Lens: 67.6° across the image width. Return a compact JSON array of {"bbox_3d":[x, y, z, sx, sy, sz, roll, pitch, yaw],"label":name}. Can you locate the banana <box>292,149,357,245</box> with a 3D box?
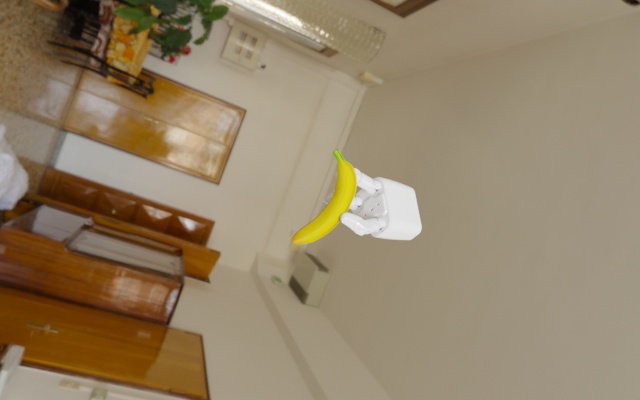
[{"bbox_3d":[0.016,0.009,0.866,0.069,0.198,0.037,33,18,20],"label":"banana"}]
